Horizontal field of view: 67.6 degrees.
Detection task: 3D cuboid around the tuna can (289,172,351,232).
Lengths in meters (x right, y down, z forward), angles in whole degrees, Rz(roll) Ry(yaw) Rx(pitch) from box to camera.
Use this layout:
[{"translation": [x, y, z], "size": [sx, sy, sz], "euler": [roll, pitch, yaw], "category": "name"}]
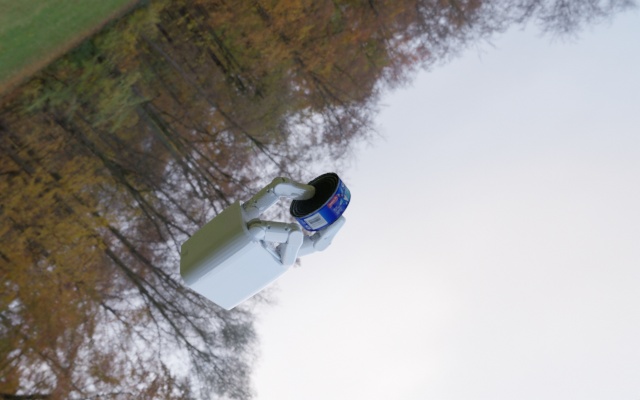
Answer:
[{"translation": [0.000, 0.003, 0.667], "size": [0.086, 0.086, 0.034], "euler": [0, -42, 53], "category": "tuna can"}]
